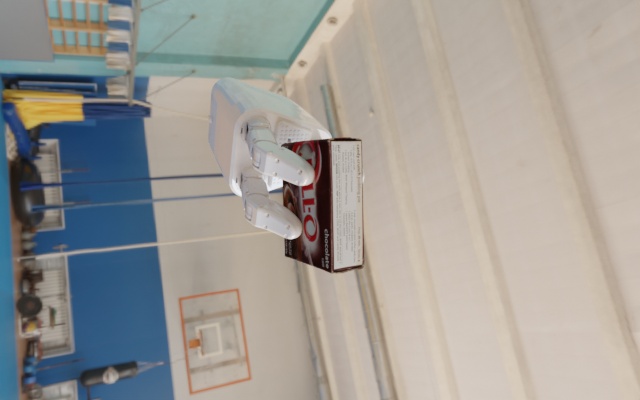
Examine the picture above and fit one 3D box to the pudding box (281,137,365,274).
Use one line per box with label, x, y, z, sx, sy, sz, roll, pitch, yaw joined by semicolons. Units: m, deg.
pudding box;0.000;0.001;0.429;0.039;0.113;0.090;-6;6;-28
